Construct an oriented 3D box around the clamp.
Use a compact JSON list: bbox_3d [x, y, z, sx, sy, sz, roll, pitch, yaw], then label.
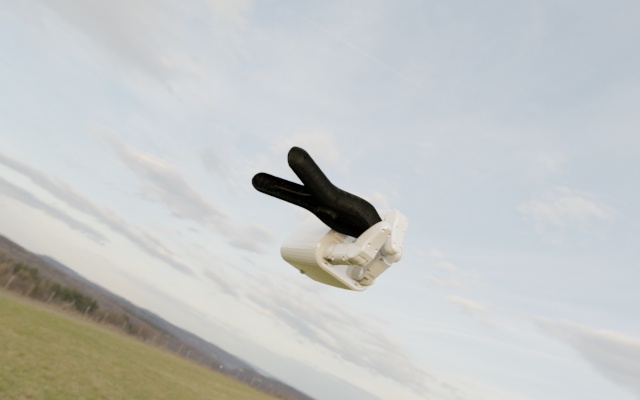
[{"bbox_3d":[0.001,0.001,0.565,0.171,0.039,0.120,39,-22,-25],"label":"clamp"}]
